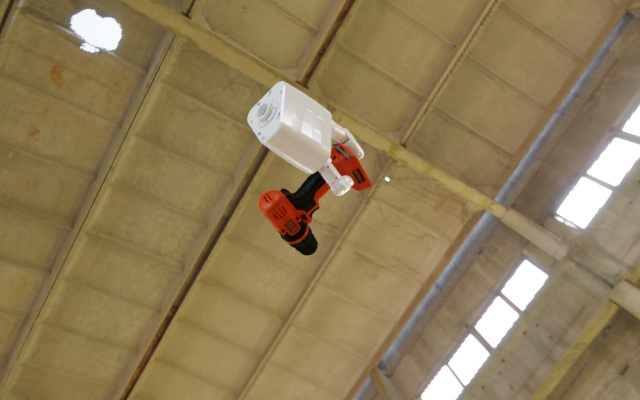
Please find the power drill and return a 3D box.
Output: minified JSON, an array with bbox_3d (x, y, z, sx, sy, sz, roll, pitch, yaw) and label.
[{"bbox_3d":[0.000,0.002,0.848,0.057,0.187,0.184,45,-6,39],"label":"power drill"}]
